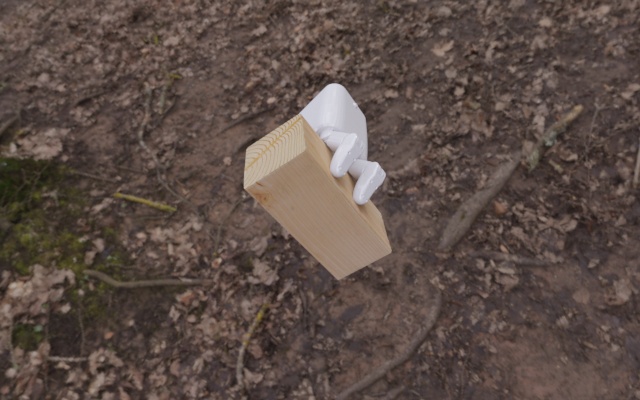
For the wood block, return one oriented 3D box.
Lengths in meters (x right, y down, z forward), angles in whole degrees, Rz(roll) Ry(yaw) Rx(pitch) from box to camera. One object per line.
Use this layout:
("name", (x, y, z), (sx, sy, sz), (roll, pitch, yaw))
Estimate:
("wood block", (0.000, 0.002, 0.632), (0.091, 0.090, 0.206), (-30, -54, 17))
